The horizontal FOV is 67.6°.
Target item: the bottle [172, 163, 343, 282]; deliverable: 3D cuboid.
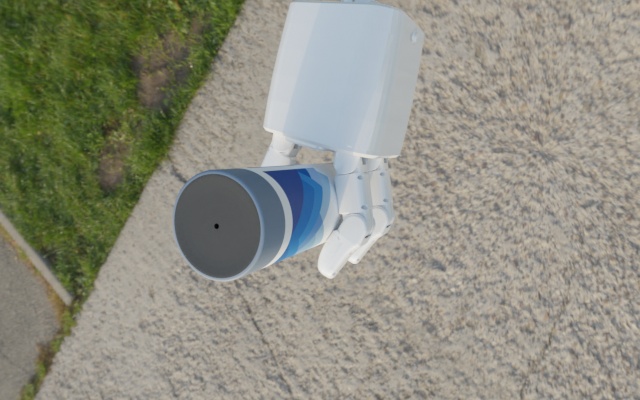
[{"bbox_3d":[0.000,0.001,0.412,0.069,0.069,0.295,0,5,25],"label":"bottle"}]
